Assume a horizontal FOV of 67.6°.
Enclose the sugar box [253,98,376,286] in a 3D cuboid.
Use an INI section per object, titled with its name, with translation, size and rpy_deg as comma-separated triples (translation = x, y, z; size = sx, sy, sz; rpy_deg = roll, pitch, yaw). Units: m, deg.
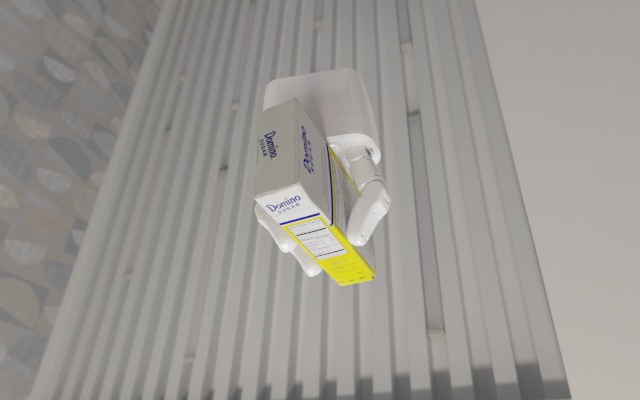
[sugar box]
translation = 0.000, 0.002, 0.437
size = 0.048, 0.093, 0.176
rpy_deg = -18, -38, 20
